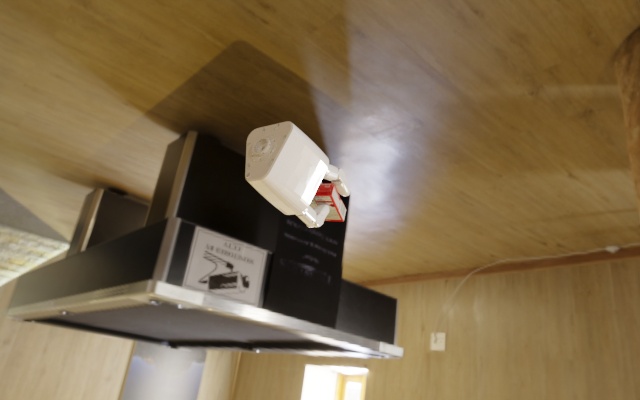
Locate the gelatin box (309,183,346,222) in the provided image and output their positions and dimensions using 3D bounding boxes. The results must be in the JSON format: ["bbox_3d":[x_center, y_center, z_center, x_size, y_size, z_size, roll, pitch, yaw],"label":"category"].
[{"bbox_3d":[0.000,0.003,0.873,0.073,0.030,0.089,1,-34,22],"label":"gelatin box"}]
